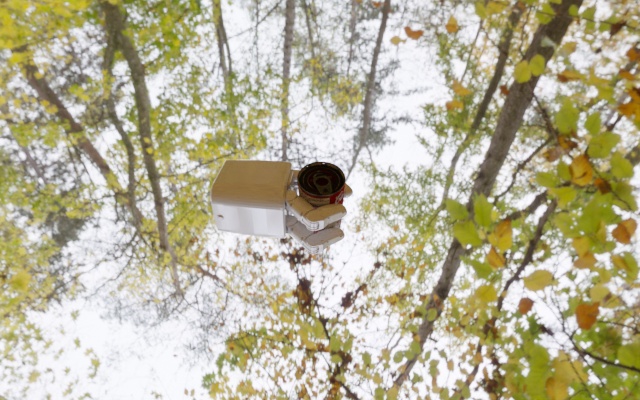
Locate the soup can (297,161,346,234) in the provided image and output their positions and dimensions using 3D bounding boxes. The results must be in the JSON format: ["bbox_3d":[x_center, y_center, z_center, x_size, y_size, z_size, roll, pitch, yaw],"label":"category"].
[{"bbox_3d":[0.001,0.002,0.705,0.068,0.068,0.102,0,-42,-2],"label":"soup can"}]
